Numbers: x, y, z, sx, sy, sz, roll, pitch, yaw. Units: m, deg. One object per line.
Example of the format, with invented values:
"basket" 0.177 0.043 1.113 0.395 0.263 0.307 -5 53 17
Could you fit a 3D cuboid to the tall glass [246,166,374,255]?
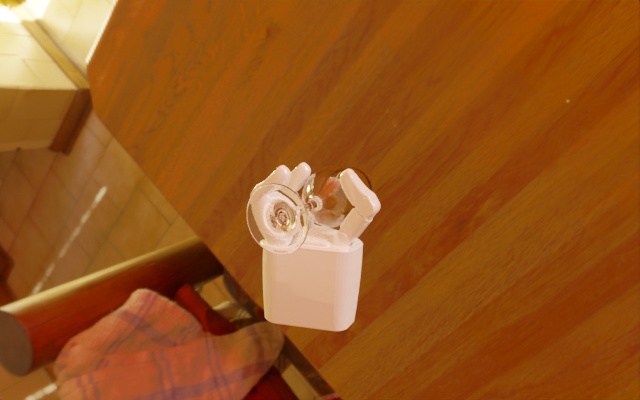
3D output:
"tall glass" 0.000 0.002 0.570 0.079 0.079 0.201 0 11 27
